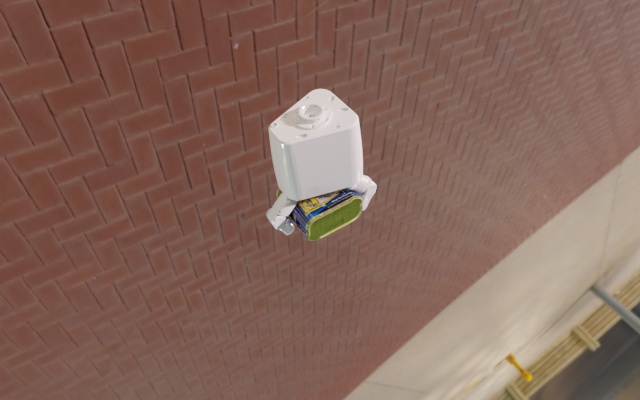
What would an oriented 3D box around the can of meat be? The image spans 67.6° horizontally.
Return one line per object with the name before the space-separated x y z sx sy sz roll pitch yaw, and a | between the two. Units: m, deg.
can of meat | 0.000 0.003 0.706 0.102 0.057 0.084 -27 53 -19
